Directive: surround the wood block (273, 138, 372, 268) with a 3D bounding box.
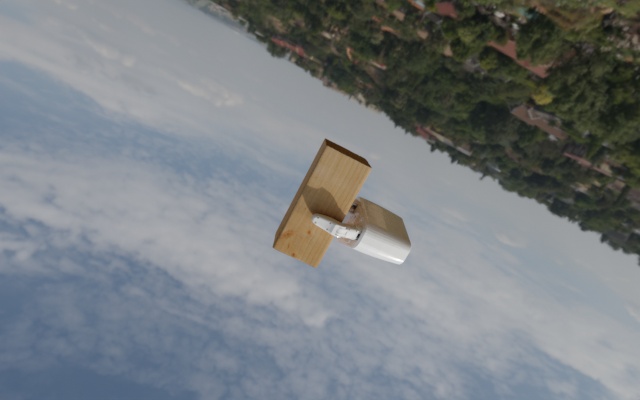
[{"bbox_3d":[0.000,0.003,0.865,0.090,0.206,0.090,26,13,-8],"label":"wood block"}]
